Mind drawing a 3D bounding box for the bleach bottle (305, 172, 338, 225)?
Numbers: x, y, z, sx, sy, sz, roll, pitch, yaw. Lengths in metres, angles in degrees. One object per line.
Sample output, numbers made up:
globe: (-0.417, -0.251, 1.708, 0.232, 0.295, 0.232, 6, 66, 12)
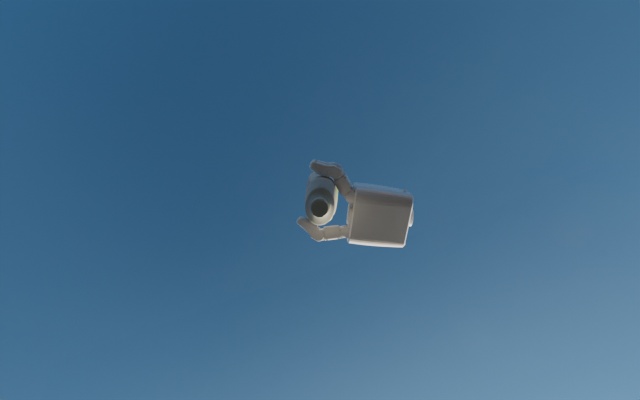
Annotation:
bleach bottle: (0.000, 0.003, 0.884, 0.068, 0.102, 0.251, 5, 9, 0)
